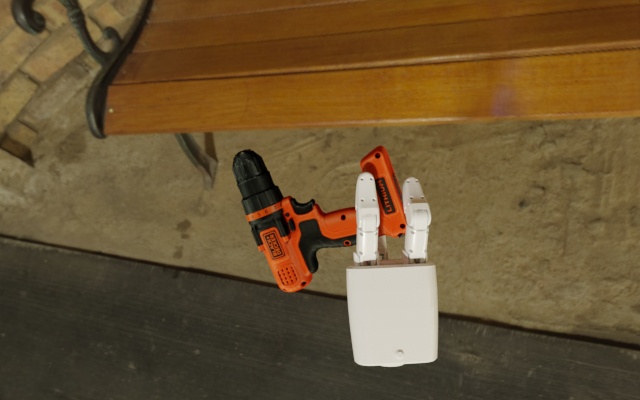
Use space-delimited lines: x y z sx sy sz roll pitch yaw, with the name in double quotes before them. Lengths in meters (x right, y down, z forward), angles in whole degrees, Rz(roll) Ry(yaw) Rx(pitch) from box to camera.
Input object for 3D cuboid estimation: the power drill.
"power drill" 0.001 0.002 0.571 0.187 0.184 0.057 -20 8 16
